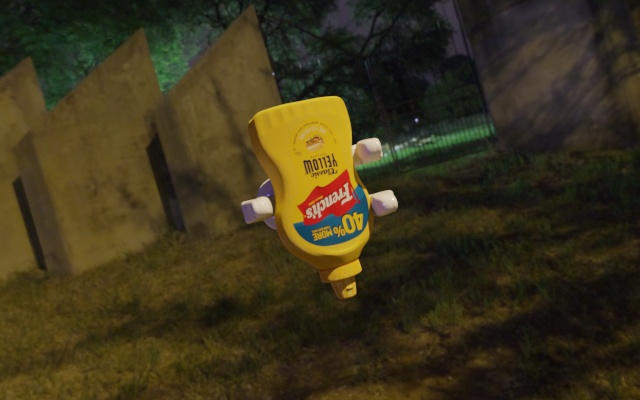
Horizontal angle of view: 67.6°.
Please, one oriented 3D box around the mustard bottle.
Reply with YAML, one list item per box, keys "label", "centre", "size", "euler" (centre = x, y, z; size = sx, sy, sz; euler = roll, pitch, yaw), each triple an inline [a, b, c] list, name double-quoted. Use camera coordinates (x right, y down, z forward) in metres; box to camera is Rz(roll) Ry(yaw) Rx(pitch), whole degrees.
- label: "mustard bottle"
  centre: [0.000, 0.001, 0.464]
  size: [0.096, 0.191, 0.058]
  euler: [-16, 1, -23]
